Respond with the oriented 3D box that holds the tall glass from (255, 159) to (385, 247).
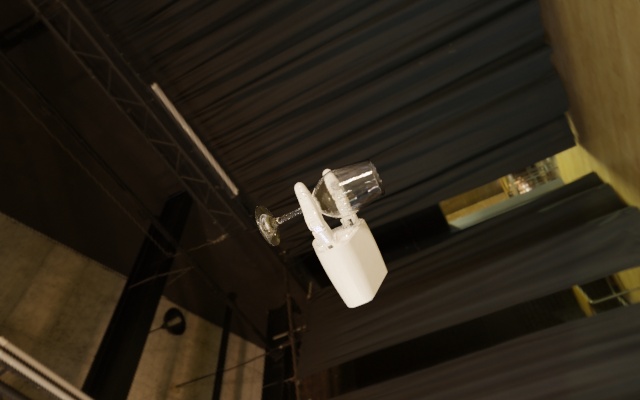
[{"bbox_3d":[-0.001,0.003,0.765,0.201,0.079,0.079,-25,-7,15],"label":"tall glass"}]
